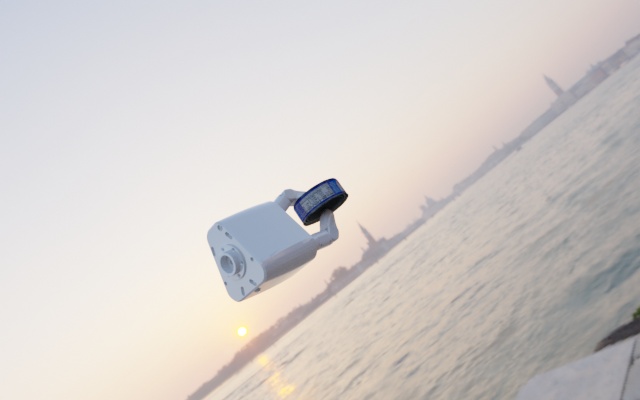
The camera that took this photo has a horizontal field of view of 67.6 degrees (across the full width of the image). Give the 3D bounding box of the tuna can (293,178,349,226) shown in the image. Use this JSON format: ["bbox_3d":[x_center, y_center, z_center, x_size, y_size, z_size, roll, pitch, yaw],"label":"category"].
[{"bbox_3d":[0.000,0.002,0.752,0.086,0.033,0.086,-32,-15,-9],"label":"tuna can"}]
